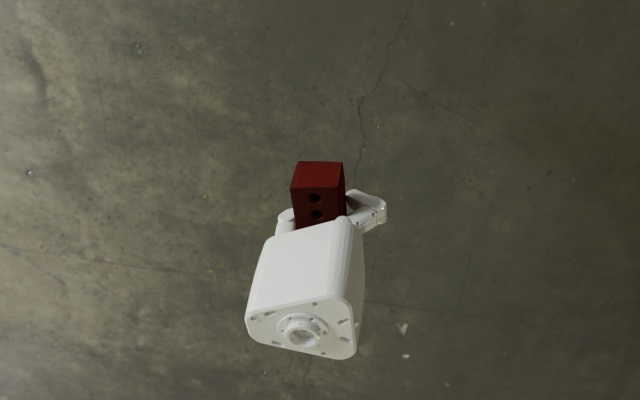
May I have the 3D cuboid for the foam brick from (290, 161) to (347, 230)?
[{"bbox_3d":[0.000,0.001,0.534,0.053,0.078,0.051,0,36,11],"label":"foam brick"}]
